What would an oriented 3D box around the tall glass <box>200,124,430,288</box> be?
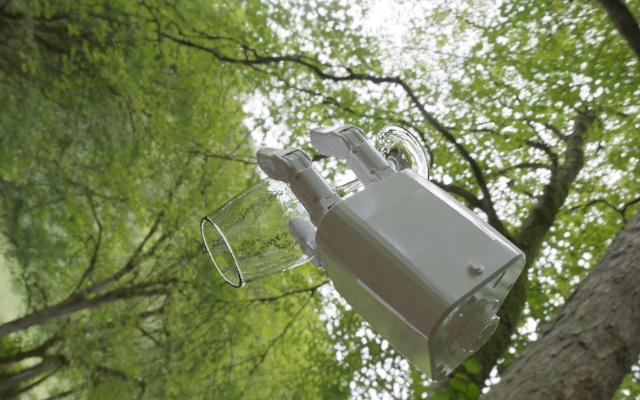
[{"bbox_3d":[0.001,0.001,0.417,0.201,0.079,0.079,-27,13,-28],"label":"tall glass"}]
